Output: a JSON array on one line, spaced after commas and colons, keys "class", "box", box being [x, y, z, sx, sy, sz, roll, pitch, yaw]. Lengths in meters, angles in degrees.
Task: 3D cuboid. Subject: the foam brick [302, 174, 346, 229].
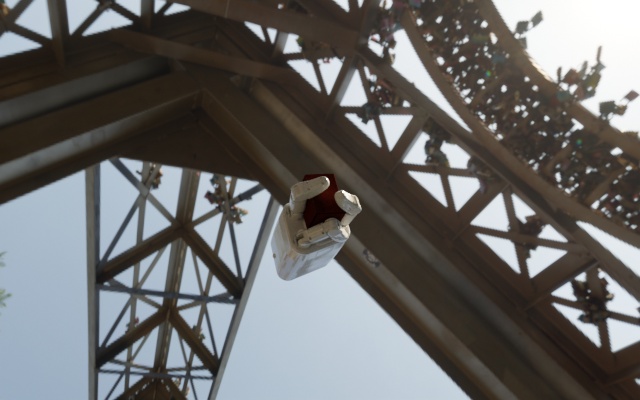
[{"class": "foam brick", "box": [0.000, 0.002, 0.767, 0.053, 0.078, 0.051, -1, -34, -23]}]
